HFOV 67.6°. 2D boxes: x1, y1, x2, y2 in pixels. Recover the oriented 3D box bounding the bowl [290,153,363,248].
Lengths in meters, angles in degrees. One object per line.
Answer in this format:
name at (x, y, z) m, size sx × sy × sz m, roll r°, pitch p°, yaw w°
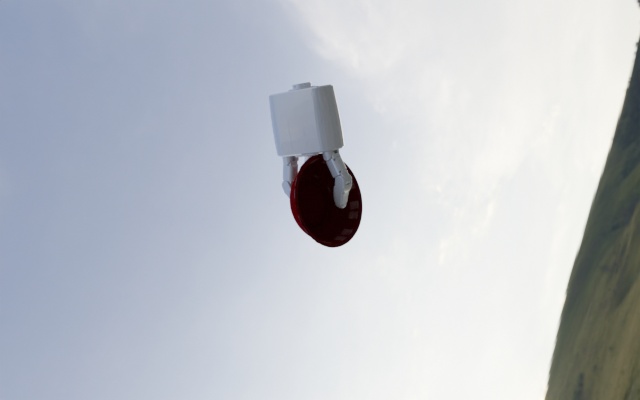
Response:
bowl at (0.000, 0.004, 0.825) m, size 0.162 × 0.162 × 0.055 m, roll 0°, pitch -9°, yaw -44°
